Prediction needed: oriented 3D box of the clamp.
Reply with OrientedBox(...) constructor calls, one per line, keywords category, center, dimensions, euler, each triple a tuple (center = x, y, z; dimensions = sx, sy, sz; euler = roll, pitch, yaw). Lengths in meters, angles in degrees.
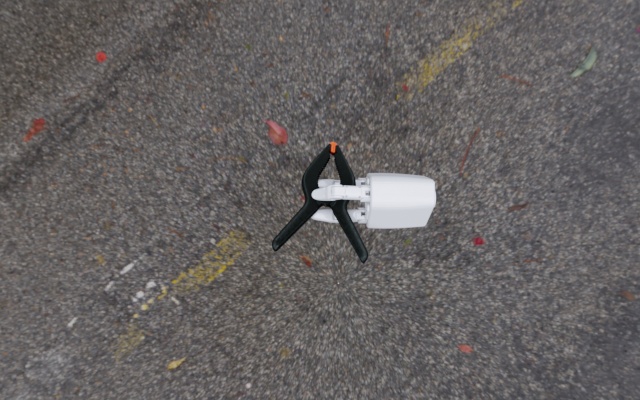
OrientedBox(category="clamp", center=(0.000, 0.002, 0.828), dimensions=(0.164, 0.210, 0.036), euler=(1, -10, 0))
